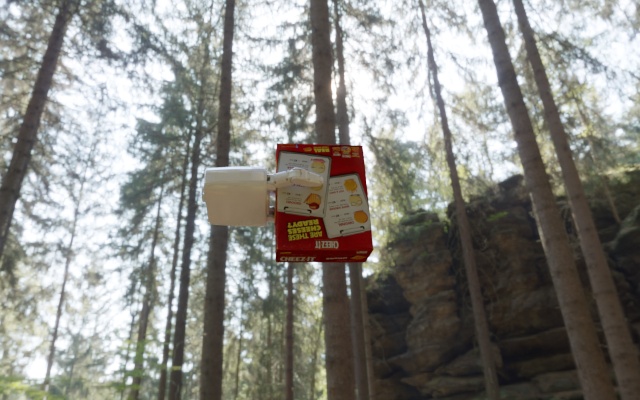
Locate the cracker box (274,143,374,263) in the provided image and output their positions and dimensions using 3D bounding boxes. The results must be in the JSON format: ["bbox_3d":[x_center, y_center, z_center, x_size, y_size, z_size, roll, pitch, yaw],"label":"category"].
[{"bbox_3d":[0.000,0.003,0.858,0.164,0.213,0.072,1,-28,-7],"label":"cracker box"}]
